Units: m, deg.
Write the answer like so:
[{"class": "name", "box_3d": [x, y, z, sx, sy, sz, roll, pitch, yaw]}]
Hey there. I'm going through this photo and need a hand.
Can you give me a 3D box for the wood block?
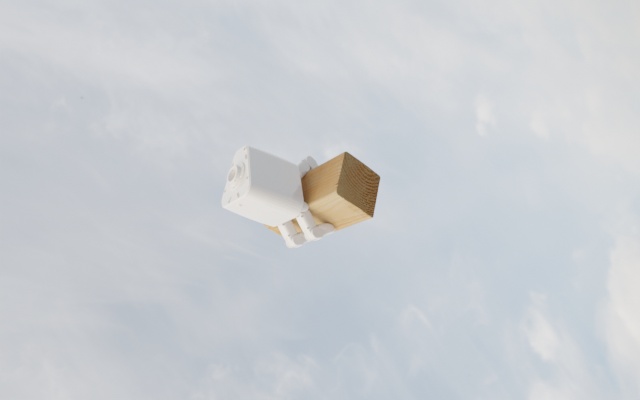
[{"class": "wood block", "box_3d": [0.000, 0.002, 0.871, 0.090, 0.090, 0.206, 33, -36, -28]}]
